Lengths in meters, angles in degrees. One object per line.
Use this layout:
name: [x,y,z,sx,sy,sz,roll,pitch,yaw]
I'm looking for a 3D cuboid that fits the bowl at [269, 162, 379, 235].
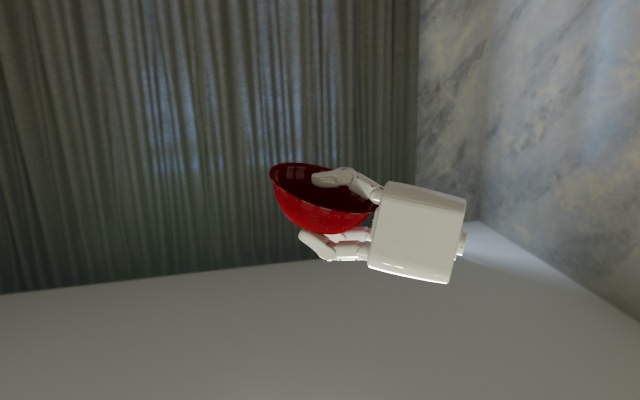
bowl: [-0.001,0.002,0.674,0.162,0.055,0.162,15,22,-6]
